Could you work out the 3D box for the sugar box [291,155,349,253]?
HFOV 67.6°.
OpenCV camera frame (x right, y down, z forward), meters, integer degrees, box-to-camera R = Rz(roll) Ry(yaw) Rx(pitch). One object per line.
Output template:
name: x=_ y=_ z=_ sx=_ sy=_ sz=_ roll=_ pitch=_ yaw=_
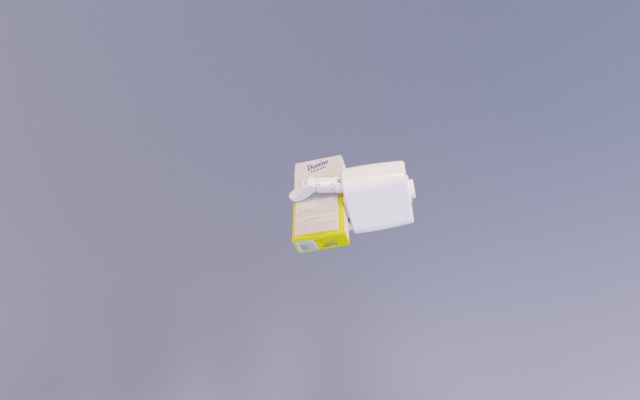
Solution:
sugar box: x=0.000 y=0.003 z=0.846 sx=0.093 sy=0.176 sz=0.048 roll=-10 pitch=-42 yaw=13
